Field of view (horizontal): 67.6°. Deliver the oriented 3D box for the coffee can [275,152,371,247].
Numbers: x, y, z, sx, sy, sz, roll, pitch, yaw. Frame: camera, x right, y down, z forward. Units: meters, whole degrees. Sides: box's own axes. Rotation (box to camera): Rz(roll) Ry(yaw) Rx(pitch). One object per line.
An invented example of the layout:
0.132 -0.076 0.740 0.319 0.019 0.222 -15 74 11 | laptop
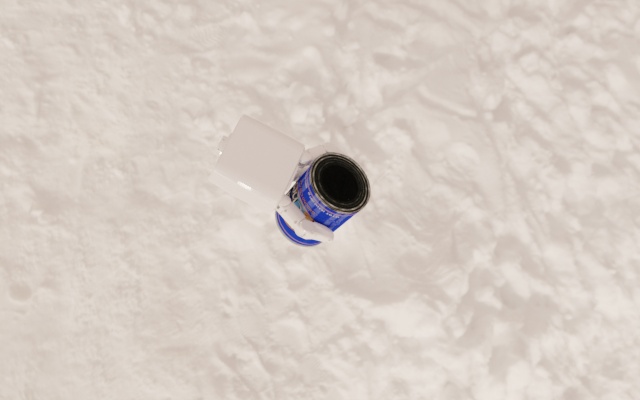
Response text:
0.000 0.003 0.759 0.103 0.102 0.140 0 -25 -29 | coffee can
